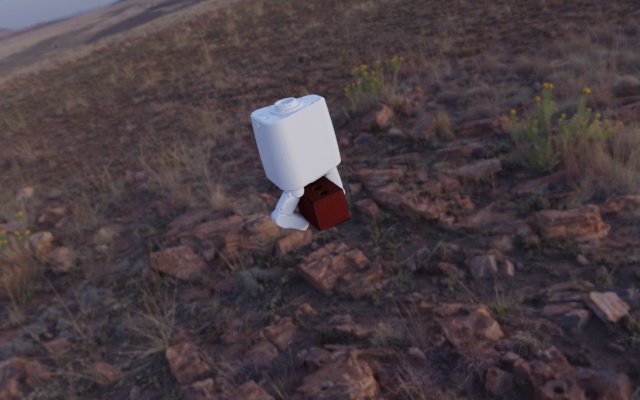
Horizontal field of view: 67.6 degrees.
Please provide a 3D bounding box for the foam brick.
[{"bbox_3d":[0.000,0.002,0.720,0.053,0.051,0.078,-23,29,-18],"label":"foam brick"}]
